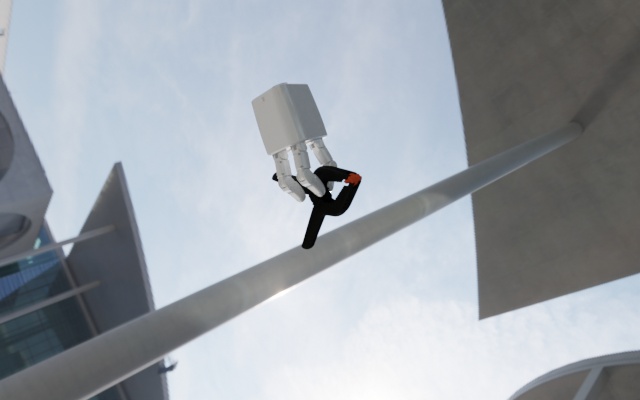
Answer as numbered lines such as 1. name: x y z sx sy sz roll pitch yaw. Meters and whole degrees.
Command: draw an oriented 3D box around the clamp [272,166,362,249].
1. clamp: 0.001 0.002 0.883 0.036 0.164 0.210 -23 4 -43
